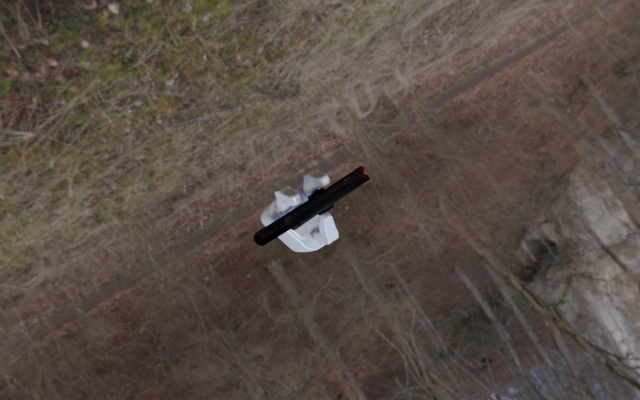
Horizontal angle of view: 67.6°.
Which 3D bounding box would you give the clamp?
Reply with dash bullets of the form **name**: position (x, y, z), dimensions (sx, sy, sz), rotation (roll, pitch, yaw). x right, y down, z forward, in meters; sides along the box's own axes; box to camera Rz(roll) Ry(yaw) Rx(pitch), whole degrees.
- **clamp**: position (0.001, 0.003, 0.741), dimensions (0.210, 0.036, 0.164), rotation (-32, 2, -20)
